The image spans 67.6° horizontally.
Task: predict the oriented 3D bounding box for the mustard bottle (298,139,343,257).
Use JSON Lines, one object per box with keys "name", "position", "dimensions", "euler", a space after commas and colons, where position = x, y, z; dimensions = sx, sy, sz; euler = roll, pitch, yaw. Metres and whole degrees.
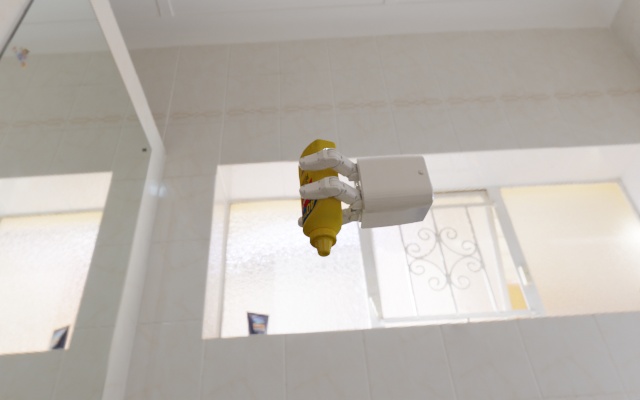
{"name": "mustard bottle", "position": [0.000, 0.002, 0.742], "dimensions": [0.058, 0.191, 0.096], "euler": [11, -41, -19]}
